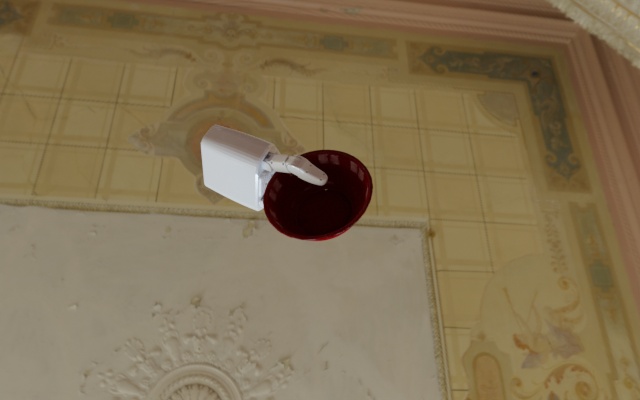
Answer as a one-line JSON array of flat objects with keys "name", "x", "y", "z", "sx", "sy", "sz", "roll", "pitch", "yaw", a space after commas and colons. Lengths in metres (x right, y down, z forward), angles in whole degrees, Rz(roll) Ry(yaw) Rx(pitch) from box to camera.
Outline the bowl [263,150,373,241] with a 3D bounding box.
[{"name": "bowl", "x": 0.001, "y": 0.003, "z": 0.704, "sx": 0.162, "sy": 0.162, "sz": 0.055, "roll": 0, "pitch": -36, "yaw": 15}]
